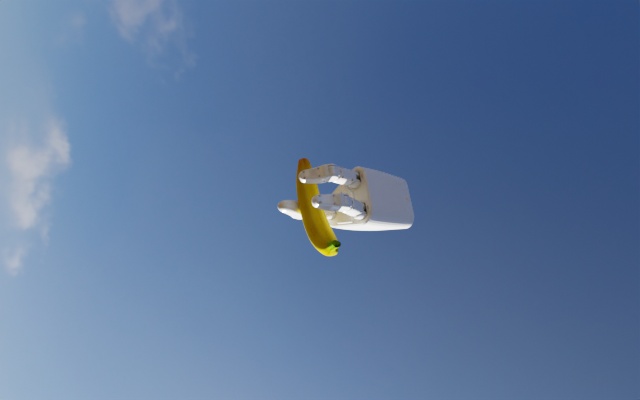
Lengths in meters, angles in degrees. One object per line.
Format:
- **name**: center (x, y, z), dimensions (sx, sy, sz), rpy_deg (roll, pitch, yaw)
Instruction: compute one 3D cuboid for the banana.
- **banana**: center (-0.005, 0.018, 0.743), dimensions (0.037, 0.070, 0.197), rpy_deg (3, 42, -26)
